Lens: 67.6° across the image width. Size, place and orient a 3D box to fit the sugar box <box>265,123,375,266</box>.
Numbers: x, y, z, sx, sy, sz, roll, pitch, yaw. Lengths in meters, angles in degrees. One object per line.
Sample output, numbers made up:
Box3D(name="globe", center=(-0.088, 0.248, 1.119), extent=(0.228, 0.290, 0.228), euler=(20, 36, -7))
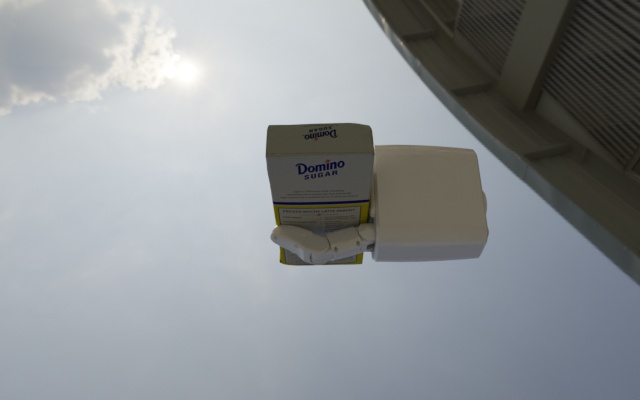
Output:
Box3D(name="sugar box", center=(0.000, 0.001, 0.471), extent=(0.093, 0.048, 0.176), euler=(-1, -41, -1))
